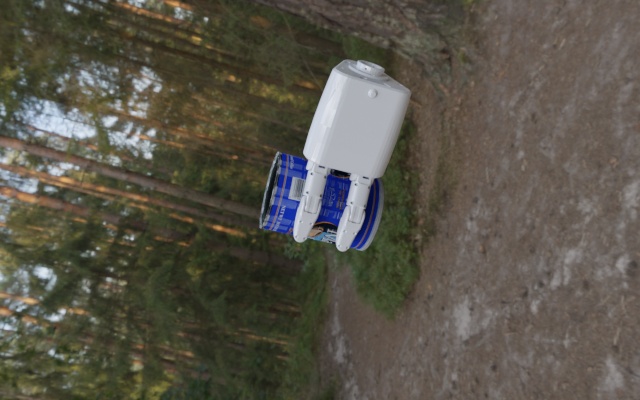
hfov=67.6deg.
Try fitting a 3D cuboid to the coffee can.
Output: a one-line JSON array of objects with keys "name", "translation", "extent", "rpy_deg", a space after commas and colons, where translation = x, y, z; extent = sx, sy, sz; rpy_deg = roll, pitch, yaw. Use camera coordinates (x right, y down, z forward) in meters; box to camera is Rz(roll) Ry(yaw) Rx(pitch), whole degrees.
[{"name": "coffee can", "translation": [0.000, 0.002, 0.630], "extent": [0.140, 0.103, 0.103], "rpy_deg": [13, -3, -12]}]
